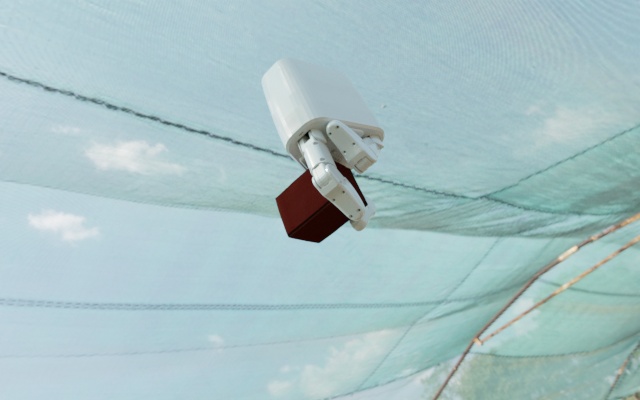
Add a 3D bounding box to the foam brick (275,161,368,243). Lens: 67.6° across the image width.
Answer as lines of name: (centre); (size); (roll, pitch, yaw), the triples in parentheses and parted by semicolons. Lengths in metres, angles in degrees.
foam brick: (0.000, 0.002, 0.511); (0.078, 0.051, 0.053); (-40, -34, 23)
